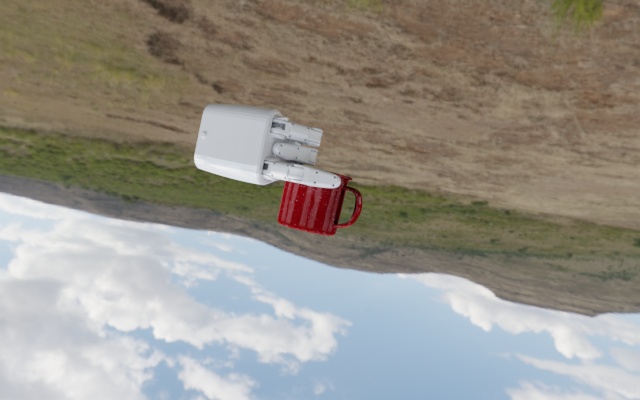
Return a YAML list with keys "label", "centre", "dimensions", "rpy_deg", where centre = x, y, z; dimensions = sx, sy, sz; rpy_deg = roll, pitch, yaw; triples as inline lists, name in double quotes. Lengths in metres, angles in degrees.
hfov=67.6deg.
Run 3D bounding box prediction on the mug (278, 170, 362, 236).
- label: "mug"
  centre: [0.001, 0.003, 0.638]
  dimensions: [0.117, 0.081, 0.093]
  rpy_deg: [13, 1, 23]
